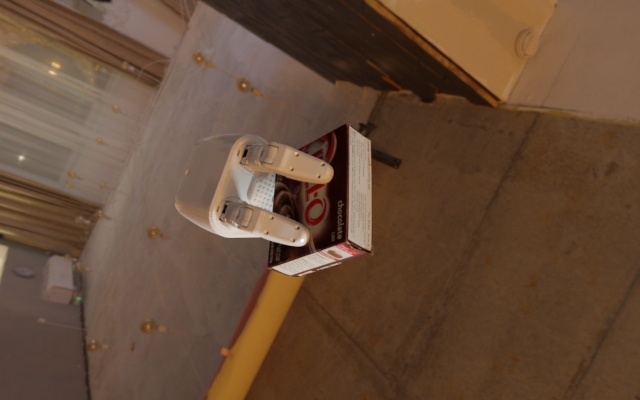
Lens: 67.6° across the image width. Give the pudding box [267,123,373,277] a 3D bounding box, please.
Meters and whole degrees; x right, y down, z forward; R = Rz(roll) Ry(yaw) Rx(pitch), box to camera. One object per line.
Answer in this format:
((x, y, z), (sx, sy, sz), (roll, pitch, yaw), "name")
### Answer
((0.000, 0.001, 0.411), (0.090, 0.113, 0.039), (-24, -36, 39), "pudding box")
